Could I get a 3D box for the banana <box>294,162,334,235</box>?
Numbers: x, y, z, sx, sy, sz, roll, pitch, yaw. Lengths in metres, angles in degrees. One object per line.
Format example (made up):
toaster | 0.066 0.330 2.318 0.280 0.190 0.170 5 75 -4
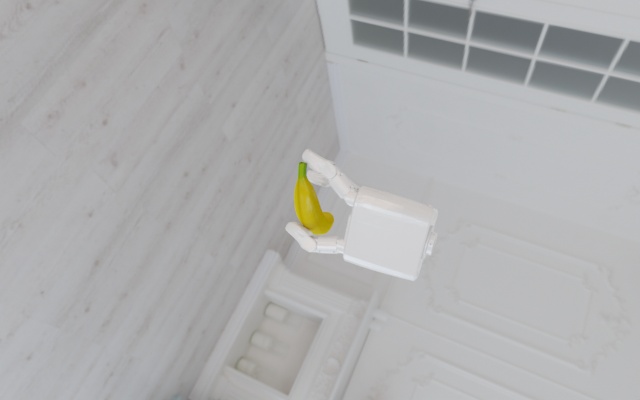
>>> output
banana | -0.007 0.017 0.742 0.037 0.069 0.198 14 -21 17
